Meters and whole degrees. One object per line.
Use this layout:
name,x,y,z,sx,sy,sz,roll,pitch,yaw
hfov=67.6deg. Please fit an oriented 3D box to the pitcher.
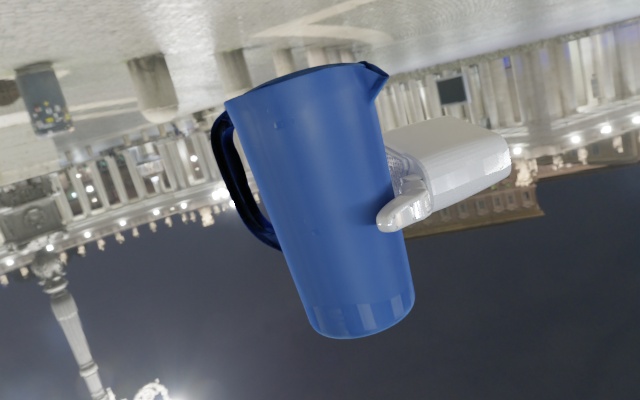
pitcher,0.000,0.001,0.455,0.145,0.243,0.149,-21,13,-19
